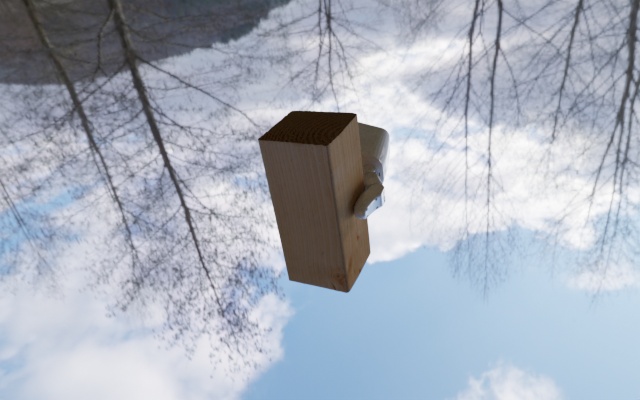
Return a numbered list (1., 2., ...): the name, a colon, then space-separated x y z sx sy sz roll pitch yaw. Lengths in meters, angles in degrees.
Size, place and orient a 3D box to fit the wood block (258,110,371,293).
1. wood block: 0.001 0.002 0.597 0.091 0.206 0.090 7 35 25
